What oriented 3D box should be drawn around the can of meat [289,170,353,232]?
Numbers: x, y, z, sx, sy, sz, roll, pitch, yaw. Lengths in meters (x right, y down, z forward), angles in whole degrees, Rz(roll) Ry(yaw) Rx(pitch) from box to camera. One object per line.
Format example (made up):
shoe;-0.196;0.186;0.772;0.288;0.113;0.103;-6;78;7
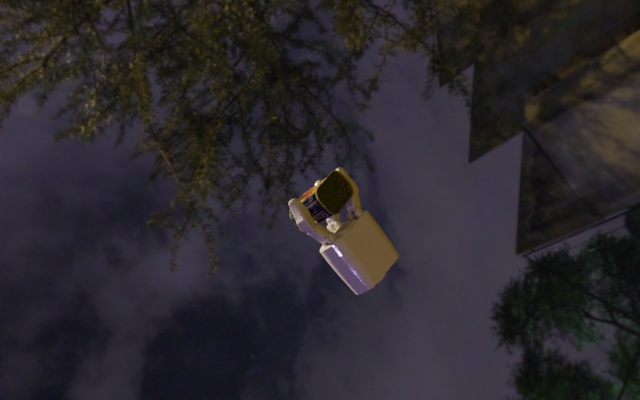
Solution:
can of meat;0.000;0.003;0.860;0.084;0.057;0.102;-35;10;38
